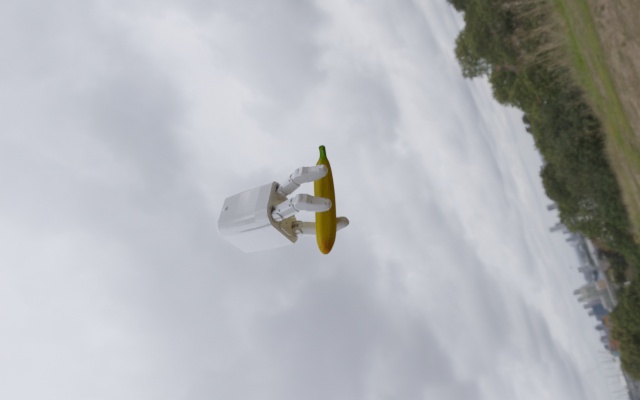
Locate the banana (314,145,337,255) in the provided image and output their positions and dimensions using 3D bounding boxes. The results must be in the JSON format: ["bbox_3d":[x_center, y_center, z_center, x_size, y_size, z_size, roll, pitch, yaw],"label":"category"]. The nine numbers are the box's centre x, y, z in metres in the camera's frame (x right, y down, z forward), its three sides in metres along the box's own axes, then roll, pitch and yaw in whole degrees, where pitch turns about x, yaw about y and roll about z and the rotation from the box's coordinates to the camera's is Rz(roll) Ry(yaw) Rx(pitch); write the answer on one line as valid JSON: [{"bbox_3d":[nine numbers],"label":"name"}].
[{"bbox_3d":[0.005,0.006,0.828,0.037,0.197,0.070,-10,-24,13],"label":"banana"}]
